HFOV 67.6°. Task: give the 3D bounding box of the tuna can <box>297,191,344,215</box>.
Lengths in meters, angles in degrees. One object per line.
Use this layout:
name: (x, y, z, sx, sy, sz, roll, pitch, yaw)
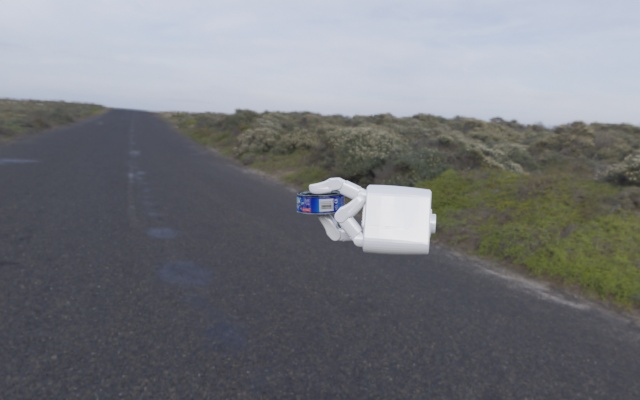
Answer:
tuna can: (0.000, 0.002, 0.849, 0.086, 0.034, 0.086, -1, 7, 0)
